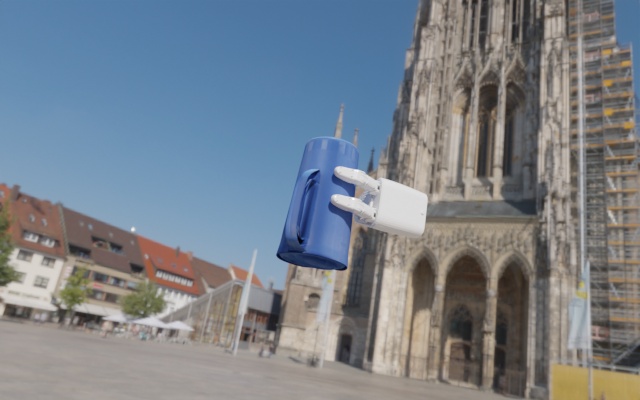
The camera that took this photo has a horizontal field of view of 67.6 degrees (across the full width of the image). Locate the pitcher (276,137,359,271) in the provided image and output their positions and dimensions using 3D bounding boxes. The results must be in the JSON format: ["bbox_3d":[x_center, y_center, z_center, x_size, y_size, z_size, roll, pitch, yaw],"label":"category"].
[{"bbox_3d":[0.000,0.003,0.898,0.145,0.242,0.149,16,-19,-17],"label":"pitcher"}]
